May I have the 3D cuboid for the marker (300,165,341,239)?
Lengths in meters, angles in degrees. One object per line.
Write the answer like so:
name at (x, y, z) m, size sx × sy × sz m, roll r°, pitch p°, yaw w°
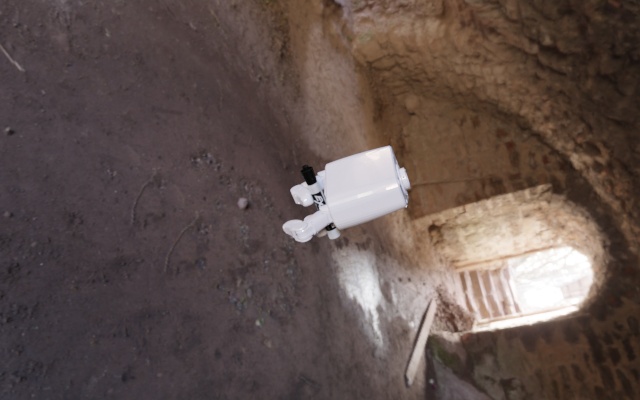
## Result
marker at (0.000, 0.002, 0.700) m, size 0.020 × 0.121 × 0.020 m, roll -20°, pitch 22°, yaw 8°
